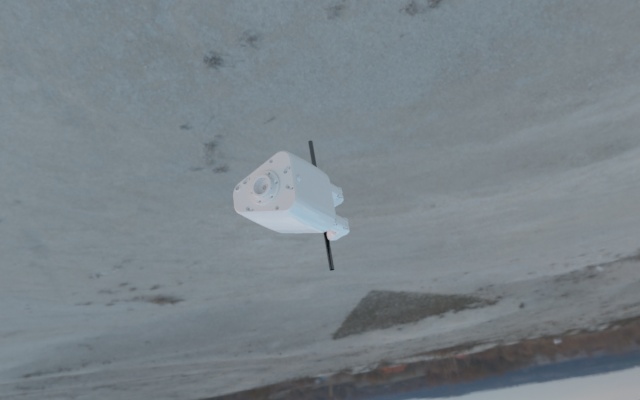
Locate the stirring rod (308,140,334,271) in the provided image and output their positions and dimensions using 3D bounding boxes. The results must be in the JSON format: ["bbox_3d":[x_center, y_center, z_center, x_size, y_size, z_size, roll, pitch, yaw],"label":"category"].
[{"bbox_3d":[0.000,0.003,0.816,0.011,0.239,0.011,-8,-23,-3],"label":"stirring rod"}]
